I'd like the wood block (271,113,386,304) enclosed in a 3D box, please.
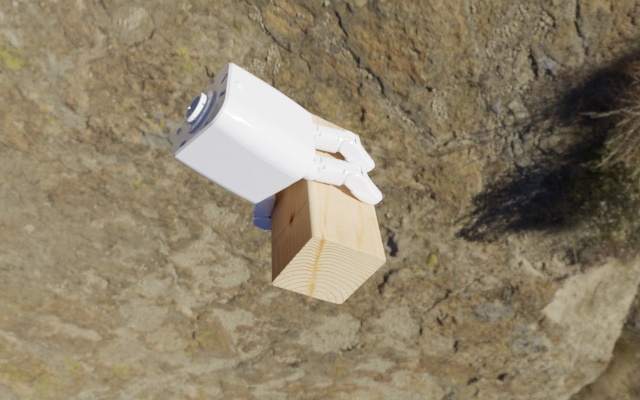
[{"bbox_3d":[0.000,0.002,0.561,0.090,0.206,0.091,21,-50,-24],"label":"wood block"}]
